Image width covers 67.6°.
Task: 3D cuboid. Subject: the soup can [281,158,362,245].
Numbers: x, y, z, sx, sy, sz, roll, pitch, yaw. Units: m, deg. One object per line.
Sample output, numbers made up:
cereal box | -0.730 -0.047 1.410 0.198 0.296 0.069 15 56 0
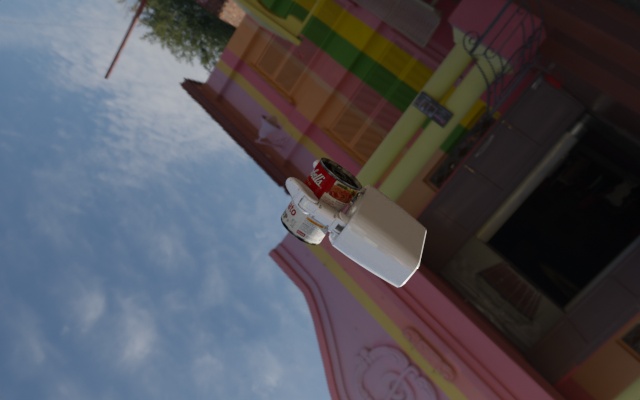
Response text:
soup can | 0.000 0.002 0.652 0.068 0.102 0.068 33 18 -12
